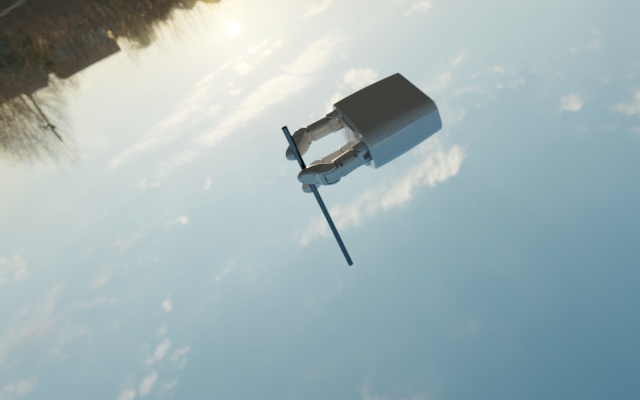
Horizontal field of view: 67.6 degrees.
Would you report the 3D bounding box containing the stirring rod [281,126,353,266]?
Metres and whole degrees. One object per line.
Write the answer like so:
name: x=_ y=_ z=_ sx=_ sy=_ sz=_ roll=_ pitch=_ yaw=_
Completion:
stirring rod: x=0.000 y=0.002 z=0.656 sx=0.011 sy=0.240 sz=0.011 roll=-19 pitch=31 yaw=12
